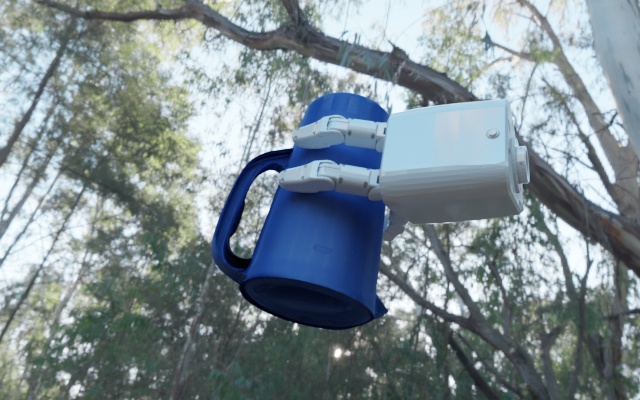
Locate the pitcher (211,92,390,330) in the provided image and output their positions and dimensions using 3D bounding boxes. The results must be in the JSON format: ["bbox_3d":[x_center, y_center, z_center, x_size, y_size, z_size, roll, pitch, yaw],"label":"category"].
[{"bbox_3d":[0.000,0.002,0.510,0.145,0.242,0.149,-4,-34,28],"label":"pitcher"}]
